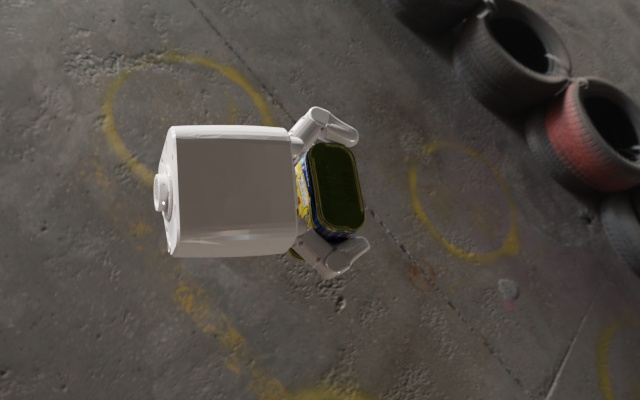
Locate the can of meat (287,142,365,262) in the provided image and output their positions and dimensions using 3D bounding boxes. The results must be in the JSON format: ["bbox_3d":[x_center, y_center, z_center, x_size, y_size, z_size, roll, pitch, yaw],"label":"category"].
[{"bbox_3d":[0.000,0.002,0.495,0.057,0.102,0.084,2,-26,-25],"label":"can of meat"}]
